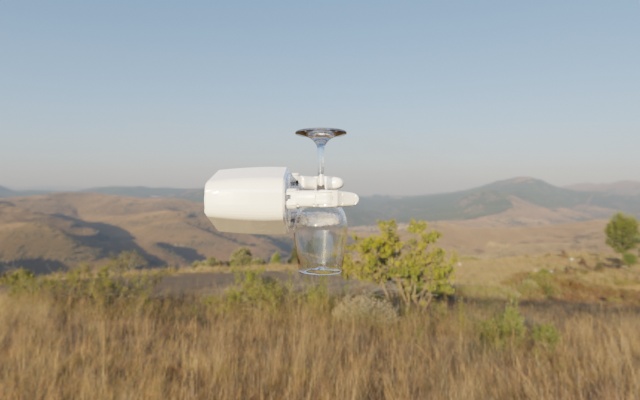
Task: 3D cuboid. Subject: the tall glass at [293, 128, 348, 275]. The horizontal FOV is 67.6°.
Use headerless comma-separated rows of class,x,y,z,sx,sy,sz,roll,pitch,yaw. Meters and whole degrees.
tall glass,0.000,0.002,0.680,0.079,0.201,0.079,0,-2,0
